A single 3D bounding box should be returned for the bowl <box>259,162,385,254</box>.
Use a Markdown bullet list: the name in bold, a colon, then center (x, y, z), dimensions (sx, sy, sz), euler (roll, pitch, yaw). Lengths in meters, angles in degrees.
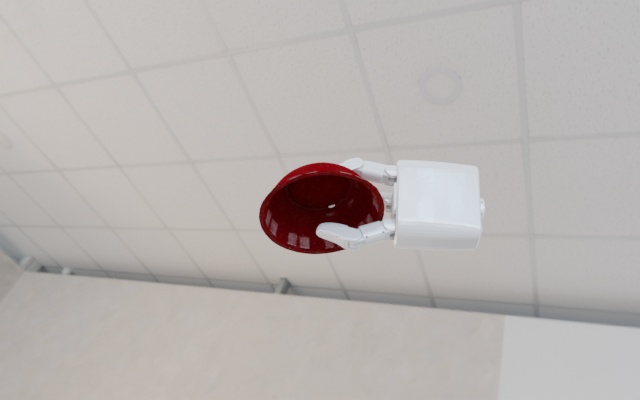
- **bowl**: center (-0.001, 0.002, 0.628), dimensions (0.162, 0.055, 0.162), euler (-4, -42, -4)
